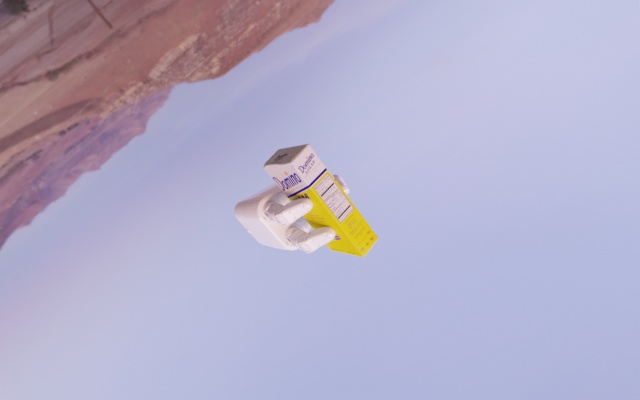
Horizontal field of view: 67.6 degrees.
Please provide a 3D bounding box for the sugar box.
[{"bbox_3d":[0.000,0.003,0.683,0.048,0.176,0.093,-49,23,-21],"label":"sugar box"}]
